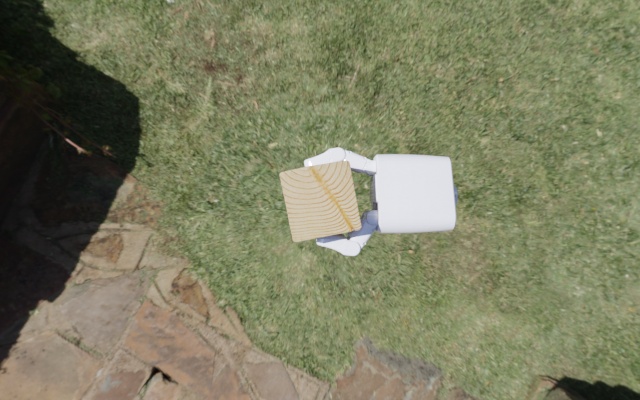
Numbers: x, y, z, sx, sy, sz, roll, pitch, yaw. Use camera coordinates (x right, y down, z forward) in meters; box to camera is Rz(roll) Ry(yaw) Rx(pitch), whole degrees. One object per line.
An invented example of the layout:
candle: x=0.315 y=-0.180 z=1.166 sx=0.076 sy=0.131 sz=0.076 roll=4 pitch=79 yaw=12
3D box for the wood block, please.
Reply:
wood block: x=0.000 y=0.002 z=0.691 sx=0.090 sy=0.091 sz=0.206 roll=-11 pitch=-1 yaw=0
